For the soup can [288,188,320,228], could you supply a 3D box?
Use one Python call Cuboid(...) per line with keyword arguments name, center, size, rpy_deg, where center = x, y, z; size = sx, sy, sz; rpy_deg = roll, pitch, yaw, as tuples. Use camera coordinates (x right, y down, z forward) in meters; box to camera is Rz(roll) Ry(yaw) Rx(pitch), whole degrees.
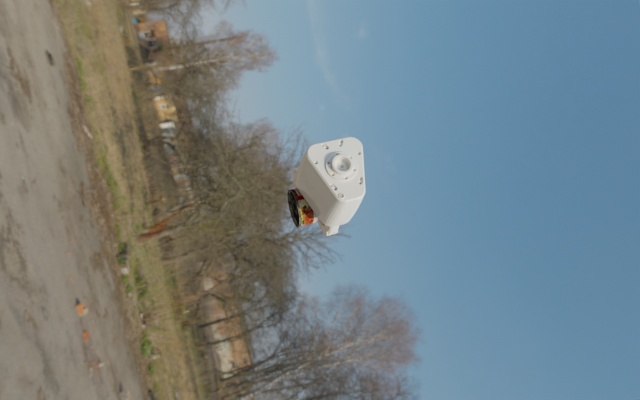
Cuboid(name="soup can", center=(0.000, 0.003, 0.843), size=(0.102, 0.068, 0.068), rpy_deg=(-14, 4, -16))
